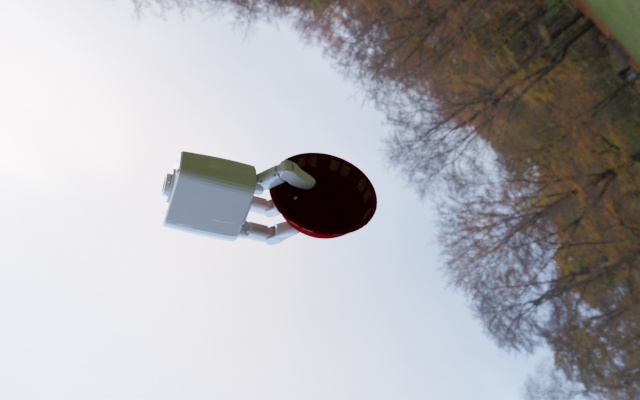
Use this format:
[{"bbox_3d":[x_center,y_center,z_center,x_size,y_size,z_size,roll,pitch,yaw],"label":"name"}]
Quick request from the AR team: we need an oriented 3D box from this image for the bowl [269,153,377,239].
[{"bbox_3d":[0.001,0.003,0.713,0.162,0.162,0.055,0,-41,-15],"label":"bowl"}]
